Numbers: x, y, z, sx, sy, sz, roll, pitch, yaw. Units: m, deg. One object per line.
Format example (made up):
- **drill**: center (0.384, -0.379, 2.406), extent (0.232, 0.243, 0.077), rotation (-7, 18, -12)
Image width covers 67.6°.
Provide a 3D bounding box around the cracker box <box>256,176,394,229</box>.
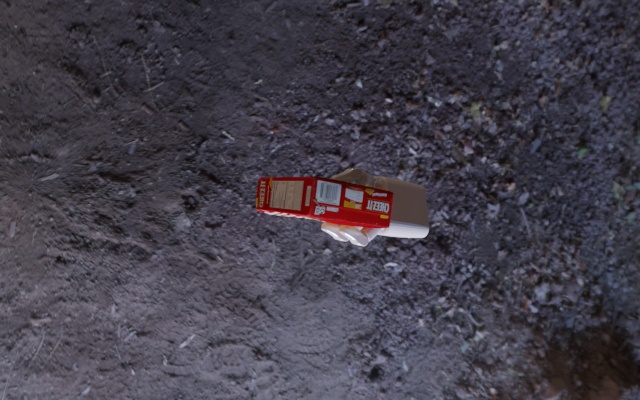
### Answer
- **cracker box**: center (0.000, 0.003, 0.864), extent (0.164, 0.072, 0.213), rotation (9, -3, -31)
